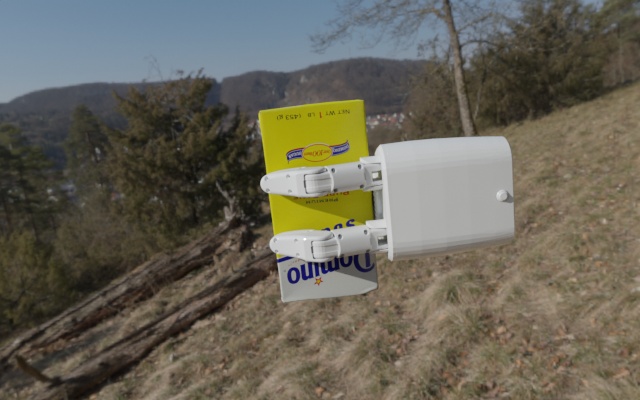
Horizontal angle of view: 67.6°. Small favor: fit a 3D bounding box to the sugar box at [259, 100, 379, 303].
[{"bbox_3d":[0.000,0.001,0.437,0.093,0.176,0.048,-7,10,-2],"label":"sugar box"}]
